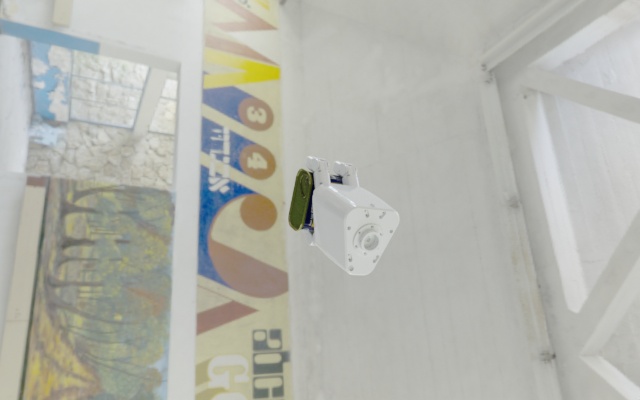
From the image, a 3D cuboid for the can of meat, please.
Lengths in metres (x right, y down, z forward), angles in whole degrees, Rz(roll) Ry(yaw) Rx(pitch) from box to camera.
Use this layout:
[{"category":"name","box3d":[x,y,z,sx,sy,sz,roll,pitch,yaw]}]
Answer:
[{"category":"can of meat","box3d":[0.000,0.003,0.809,0.084,0.102,0.057,6,12,-26]}]
